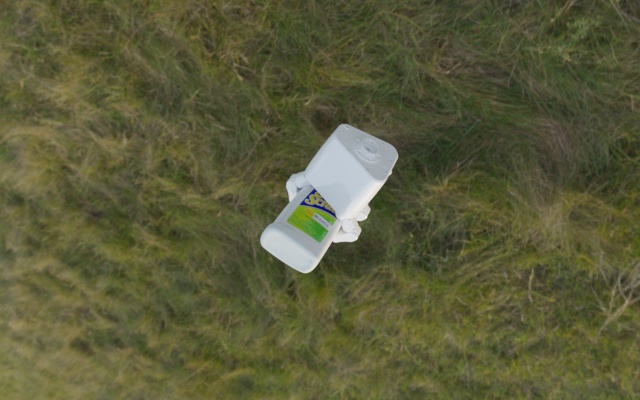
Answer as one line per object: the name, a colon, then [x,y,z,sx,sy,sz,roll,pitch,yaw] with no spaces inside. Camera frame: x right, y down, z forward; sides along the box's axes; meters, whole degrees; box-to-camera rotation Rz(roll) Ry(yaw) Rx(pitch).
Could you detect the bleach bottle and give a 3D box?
bleach bottle: [0.000,0.003,0.828,0.102,0.250,0.068,35,-42,-3]
